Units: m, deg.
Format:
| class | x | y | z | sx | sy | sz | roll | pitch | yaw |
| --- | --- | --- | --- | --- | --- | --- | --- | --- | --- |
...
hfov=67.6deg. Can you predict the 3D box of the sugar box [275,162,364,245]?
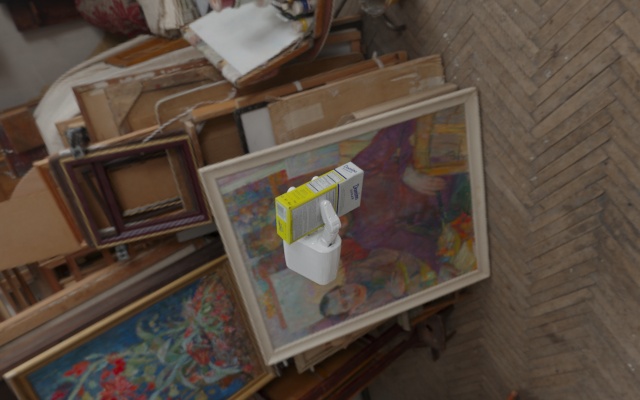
| class | x | y | z | sx | sy | sz | roll | pitch | yaw |
| --- | --- | --- | --- | --- | --- | --- | --- | --- | --- |
| sugar box | 0.000 | 0.003 | 0.893 | 0.176 | 0.093 | 0.048 | -29 | 51 | -30 |
